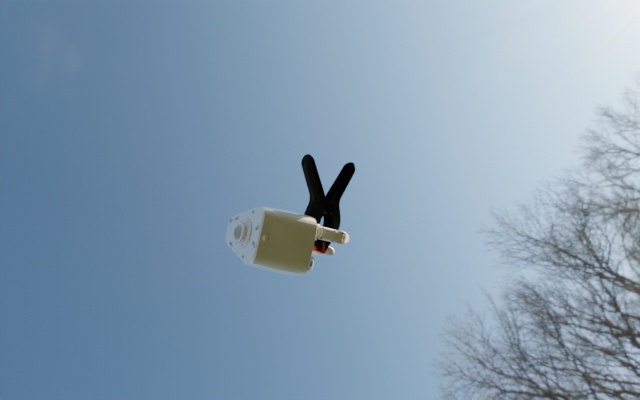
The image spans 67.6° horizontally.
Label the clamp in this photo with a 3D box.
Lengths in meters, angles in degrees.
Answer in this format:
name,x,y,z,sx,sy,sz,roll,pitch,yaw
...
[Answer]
name,x,y,z,sx,sy,sz,roll,pitch,yaw
clamp,0.000,0.003,0.823,0.120,0.171,0.039,17,-7,-38
